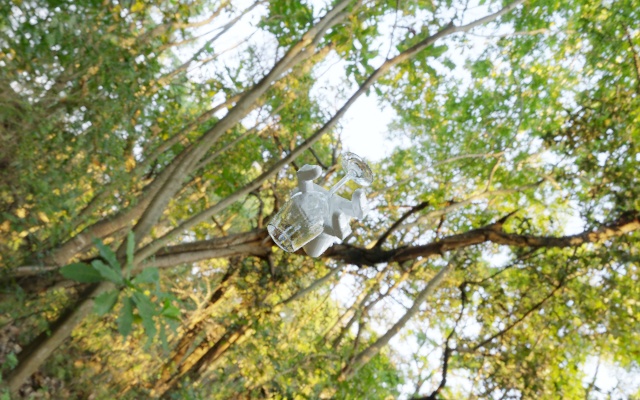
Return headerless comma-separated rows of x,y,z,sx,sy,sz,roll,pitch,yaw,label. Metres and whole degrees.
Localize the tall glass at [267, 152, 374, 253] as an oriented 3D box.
0.001,0.002,0.818,0.201,0.079,0.079,-42,22,-26,tall glass
